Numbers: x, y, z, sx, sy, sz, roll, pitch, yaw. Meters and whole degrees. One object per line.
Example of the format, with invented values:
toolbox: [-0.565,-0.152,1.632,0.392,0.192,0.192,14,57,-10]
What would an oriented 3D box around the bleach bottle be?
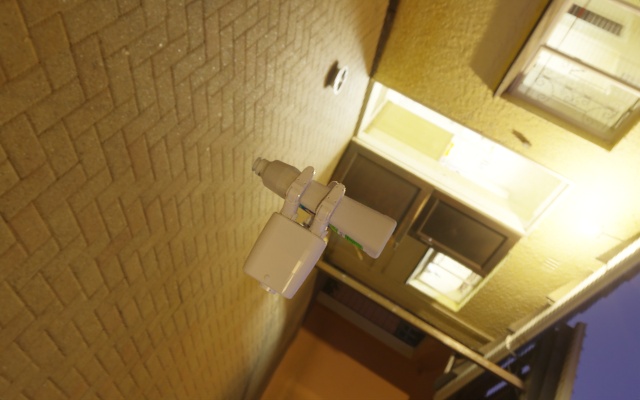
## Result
bleach bottle: [0.000,0.003,0.785,0.251,0.068,0.102,30,-6,10]
